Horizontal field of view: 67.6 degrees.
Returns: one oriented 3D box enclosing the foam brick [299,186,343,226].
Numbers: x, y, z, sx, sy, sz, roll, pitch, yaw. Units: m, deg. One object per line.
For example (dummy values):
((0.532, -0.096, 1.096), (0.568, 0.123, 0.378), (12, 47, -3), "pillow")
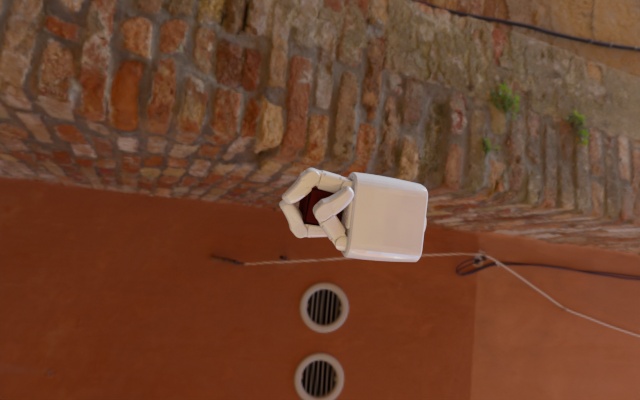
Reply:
((0.000, 0.002, 0.689), (0.051, 0.053, 0.078), (7, 14, -10), "foam brick")
